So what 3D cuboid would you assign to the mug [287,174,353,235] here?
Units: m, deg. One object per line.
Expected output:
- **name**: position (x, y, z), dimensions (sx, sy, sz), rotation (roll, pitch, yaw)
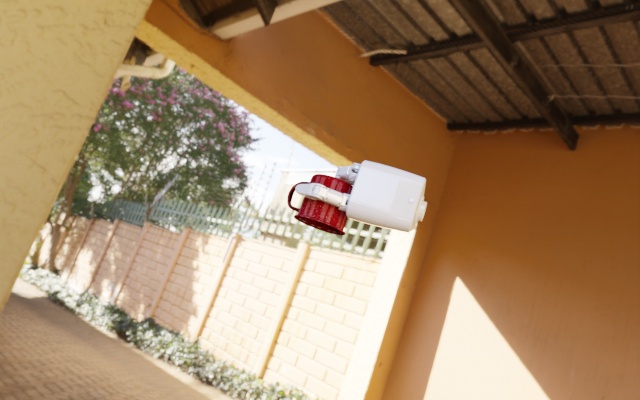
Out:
- **mug**: position (-0.001, 0.002, 0.822), dimensions (0.117, 0.081, 0.093), rotation (17, -11, 14)
